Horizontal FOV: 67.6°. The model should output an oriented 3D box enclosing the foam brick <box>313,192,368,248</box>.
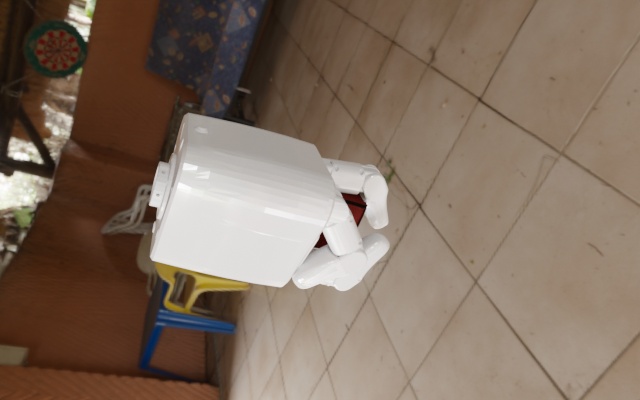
[{"bbox_3d":[0.000,0.001,0.432,0.051,0.053,0.078,14,25,-21],"label":"foam brick"}]
